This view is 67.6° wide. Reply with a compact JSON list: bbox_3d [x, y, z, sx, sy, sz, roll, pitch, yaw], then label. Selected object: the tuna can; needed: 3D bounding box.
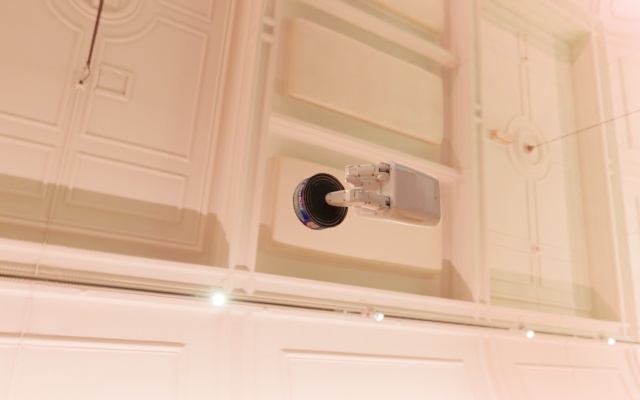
[{"bbox_3d":[0.000,0.003,0.737,0.086,0.086,0.034,0,-11,-37],"label":"tuna can"}]
